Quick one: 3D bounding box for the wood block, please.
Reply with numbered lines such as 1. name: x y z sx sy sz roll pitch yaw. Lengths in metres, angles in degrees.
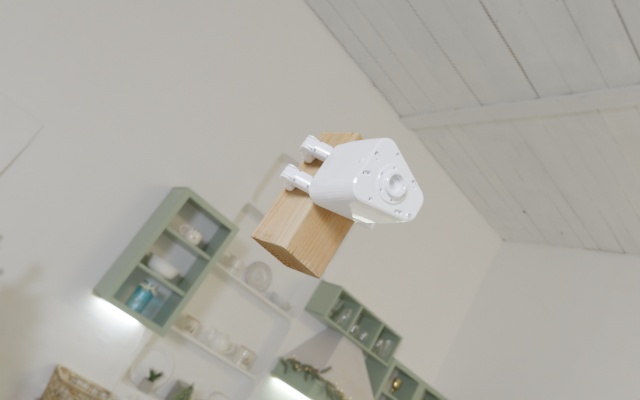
1. wood block: 0.001 0.003 0.732 0.090 0.206 0.091 10 -29 50
